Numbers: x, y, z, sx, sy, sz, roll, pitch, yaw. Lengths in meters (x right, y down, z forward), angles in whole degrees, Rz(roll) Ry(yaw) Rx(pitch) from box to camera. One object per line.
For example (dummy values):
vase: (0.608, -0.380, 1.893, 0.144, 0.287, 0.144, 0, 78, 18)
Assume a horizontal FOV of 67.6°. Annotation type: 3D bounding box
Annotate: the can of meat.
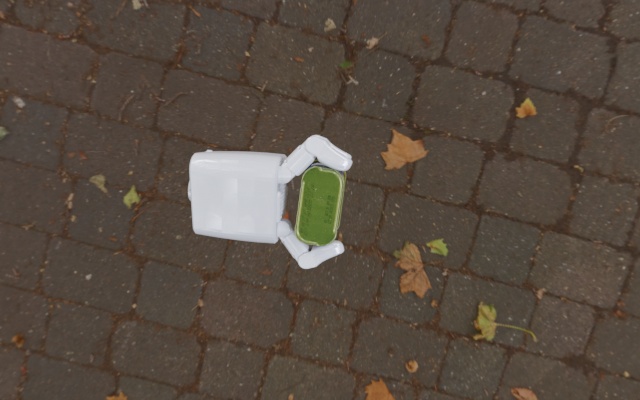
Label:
can of meat: (0.000, 0.002, 0.609, 0.057, 0.102, 0.084, 8, 9, 2)
